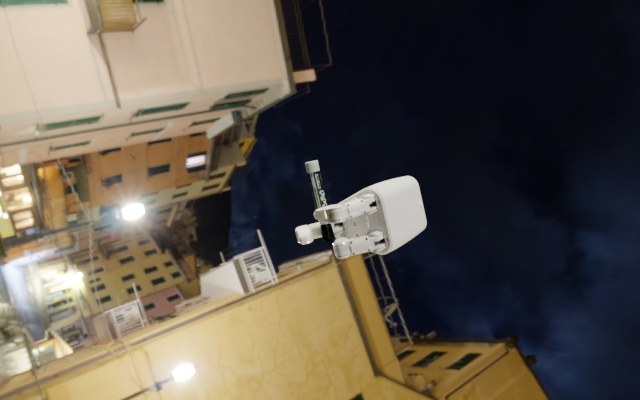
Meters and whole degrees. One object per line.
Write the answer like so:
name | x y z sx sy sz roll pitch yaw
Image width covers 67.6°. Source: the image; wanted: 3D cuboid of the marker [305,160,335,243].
marker | 0.000 0.002 0.694 0.020 0.121 0.020 -13 7 2
